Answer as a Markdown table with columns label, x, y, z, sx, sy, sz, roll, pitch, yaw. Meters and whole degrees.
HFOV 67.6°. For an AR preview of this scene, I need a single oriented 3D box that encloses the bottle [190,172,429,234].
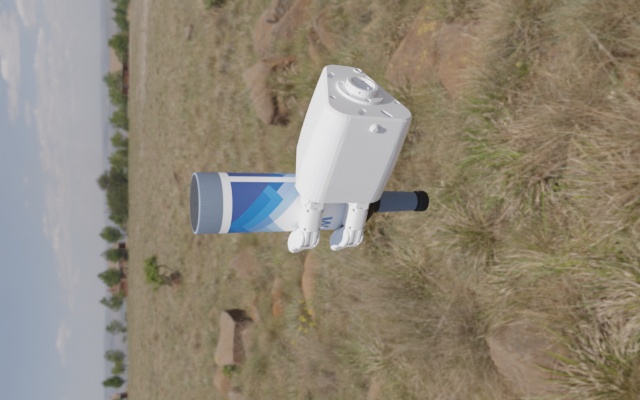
| label | x | y | z | sx | sy | sz | roll | pitch | yaw |
| --- | --- | --- | --- | --- | --- | --- | --- | --- | --- |
| bottle | 0.000 | 0.002 | 0.569 | 0.296 | 0.069 | 0.069 | 0 | 0 | -23 |
